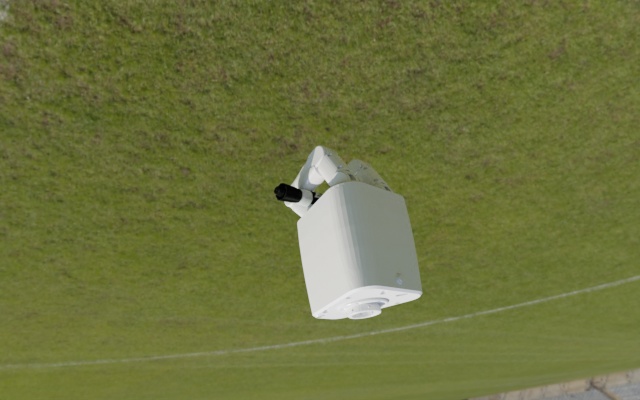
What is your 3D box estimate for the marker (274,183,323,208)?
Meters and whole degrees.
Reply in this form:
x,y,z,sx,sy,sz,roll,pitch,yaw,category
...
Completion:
x,y,z,sx,sy,sz,roll,pitch,yaw,category
0.000,0.002,0.523,0.121,0.020,0.020,15,-10,-40,marker
